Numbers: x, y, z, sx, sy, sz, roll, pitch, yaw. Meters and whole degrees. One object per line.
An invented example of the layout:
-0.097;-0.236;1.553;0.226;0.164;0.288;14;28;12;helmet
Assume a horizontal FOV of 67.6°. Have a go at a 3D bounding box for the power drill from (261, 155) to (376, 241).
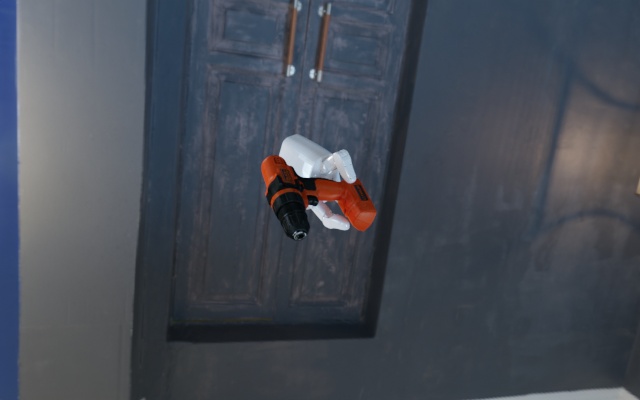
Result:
0.000;0.003;0.808;0.188;0.057;0.184;11;38;-32;power drill
